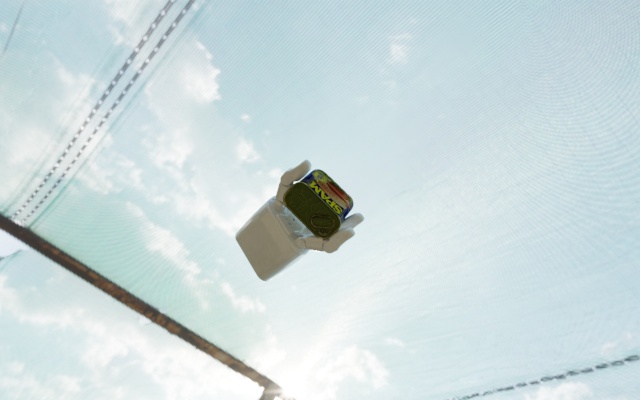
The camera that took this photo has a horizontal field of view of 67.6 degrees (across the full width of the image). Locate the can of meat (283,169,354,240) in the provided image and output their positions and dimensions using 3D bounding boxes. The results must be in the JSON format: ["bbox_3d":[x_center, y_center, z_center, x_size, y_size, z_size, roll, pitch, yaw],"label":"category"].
[{"bbox_3d":[0.000,0.002,0.792,0.057,0.102,0.084,-45,0,30],"label":"can of meat"}]
